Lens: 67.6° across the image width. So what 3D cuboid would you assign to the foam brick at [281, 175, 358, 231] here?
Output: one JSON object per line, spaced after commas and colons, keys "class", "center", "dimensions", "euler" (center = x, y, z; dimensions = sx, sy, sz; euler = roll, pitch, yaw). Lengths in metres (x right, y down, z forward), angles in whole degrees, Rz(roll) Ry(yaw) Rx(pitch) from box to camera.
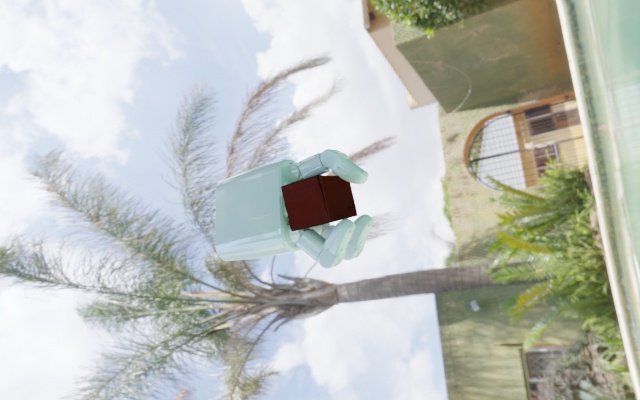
{"class": "foam brick", "center": [0.000, 0.002, 0.544], "dimensions": [0.051, 0.053, 0.078], "euler": [-15, -4, 27]}
